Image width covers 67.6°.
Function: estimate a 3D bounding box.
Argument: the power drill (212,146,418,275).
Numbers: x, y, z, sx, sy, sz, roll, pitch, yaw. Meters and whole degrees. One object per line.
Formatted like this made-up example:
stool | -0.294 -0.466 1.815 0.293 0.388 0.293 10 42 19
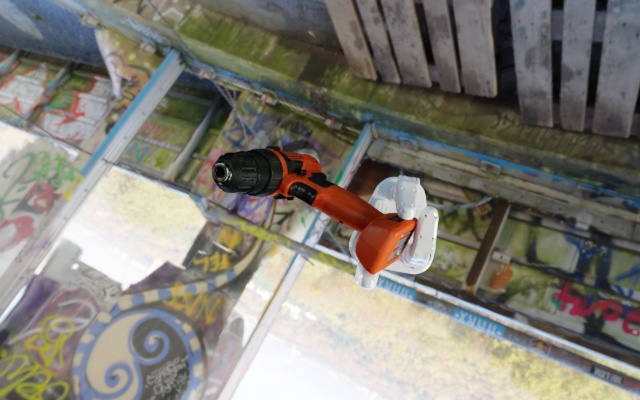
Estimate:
power drill | 0.001 0.002 0.503 0.187 0.057 0.184 33 18 20
